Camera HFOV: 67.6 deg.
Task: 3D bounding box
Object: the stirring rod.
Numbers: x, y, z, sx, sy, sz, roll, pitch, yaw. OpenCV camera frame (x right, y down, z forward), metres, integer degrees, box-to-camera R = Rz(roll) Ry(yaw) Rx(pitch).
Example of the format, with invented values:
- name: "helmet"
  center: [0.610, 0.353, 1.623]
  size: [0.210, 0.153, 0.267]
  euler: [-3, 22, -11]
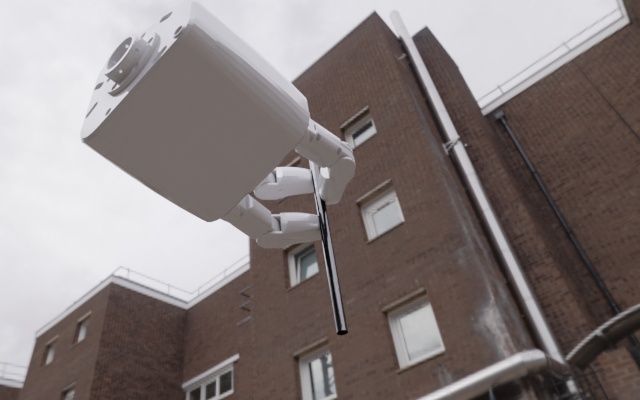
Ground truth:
- name: "stirring rod"
  center: [0.000, 0.001, 0.406]
  size: [0.011, 0.239, 0.011]
  euler: [-5, -41, -5]
